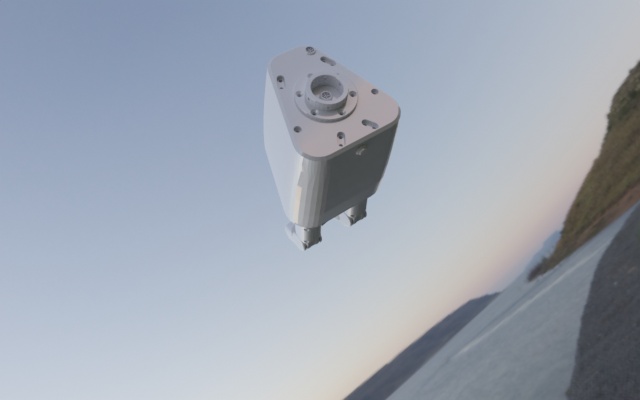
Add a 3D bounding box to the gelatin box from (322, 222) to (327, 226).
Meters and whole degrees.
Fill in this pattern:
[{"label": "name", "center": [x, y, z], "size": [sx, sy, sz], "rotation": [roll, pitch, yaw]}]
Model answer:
[{"label": "gelatin box", "center": [0.000, 0.002, 0.548], "size": [0.073, 0.030, 0.089], "rotation": [-38, -17, -8]}]
